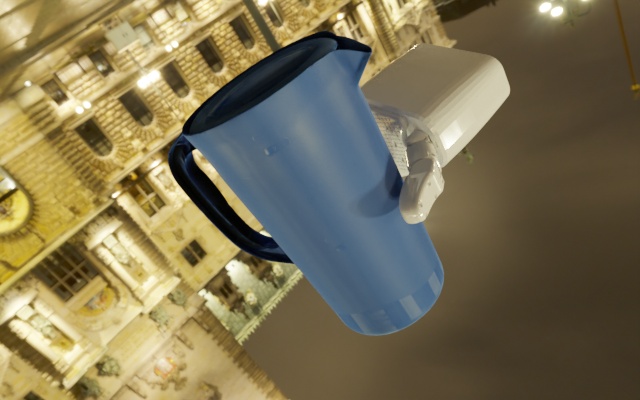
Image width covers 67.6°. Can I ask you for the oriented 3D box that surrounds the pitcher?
[{"bbox_3d":[0.000,0.001,0.402,0.145,0.243,0.149,-44,28,-21],"label":"pitcher"}]
